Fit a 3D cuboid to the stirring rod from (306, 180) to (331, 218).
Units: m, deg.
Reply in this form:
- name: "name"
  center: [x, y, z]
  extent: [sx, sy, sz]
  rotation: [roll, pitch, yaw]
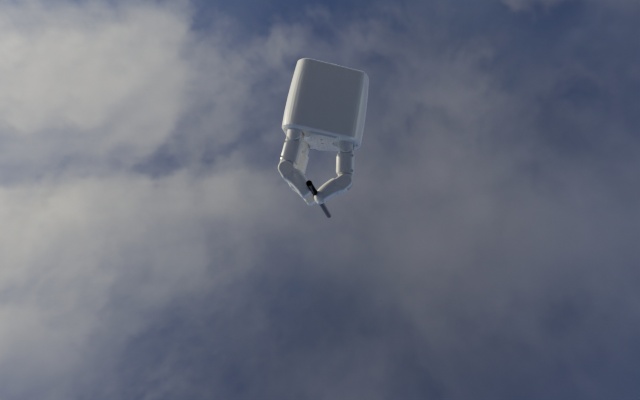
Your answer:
- name: "stirring rod"
  center: [0.000, 0.002, 0.733]
  extent: [0.011, 0.011, 0.239]
  rotation: [0, -12, 7]
